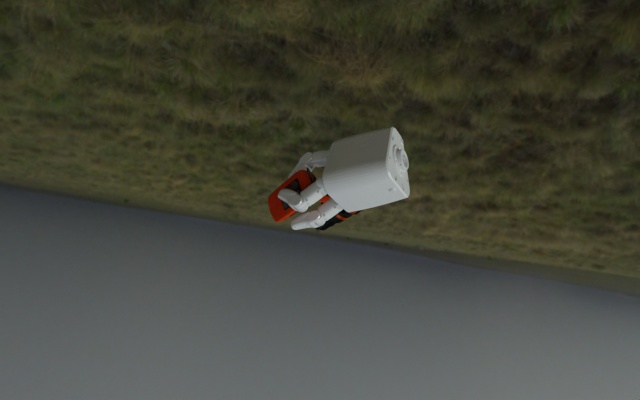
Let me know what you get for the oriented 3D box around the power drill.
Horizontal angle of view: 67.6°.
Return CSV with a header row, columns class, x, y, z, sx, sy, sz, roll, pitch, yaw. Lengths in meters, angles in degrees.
class,x,y,z,sx,sy,sz,roll,pitch,yaw
power drill,0.000,0.003,0.860,0.187,0.057,0.184,1,-31,-46
